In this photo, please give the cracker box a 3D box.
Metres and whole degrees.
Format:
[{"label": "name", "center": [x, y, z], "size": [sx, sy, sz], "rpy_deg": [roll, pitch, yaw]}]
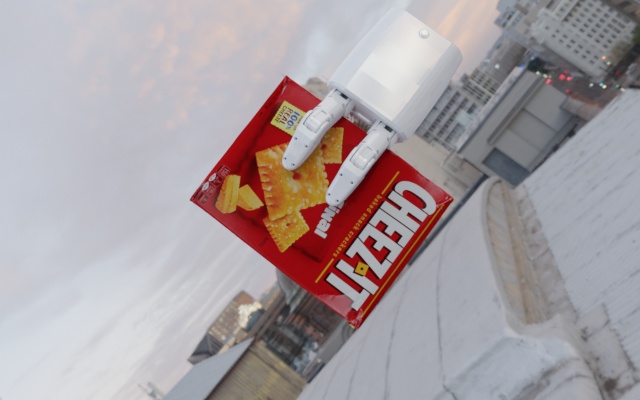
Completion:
[{"label": "cracker box", "center": [0.000, 0.002, 0.496], "size": [0.213, 0.164, 0.072], "rpy_deg": [37, -6, 5]}]
